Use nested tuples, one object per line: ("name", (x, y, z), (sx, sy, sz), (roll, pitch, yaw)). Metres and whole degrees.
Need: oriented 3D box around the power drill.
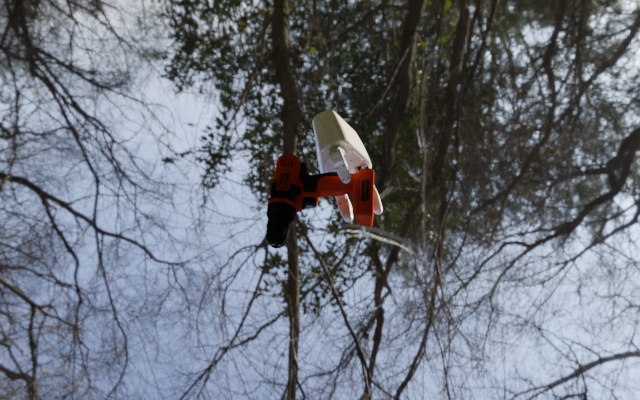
("power drill", (0.001, 0.003, 0.846), (0.187, 0.184, 0.057), (4, -27, 3))
